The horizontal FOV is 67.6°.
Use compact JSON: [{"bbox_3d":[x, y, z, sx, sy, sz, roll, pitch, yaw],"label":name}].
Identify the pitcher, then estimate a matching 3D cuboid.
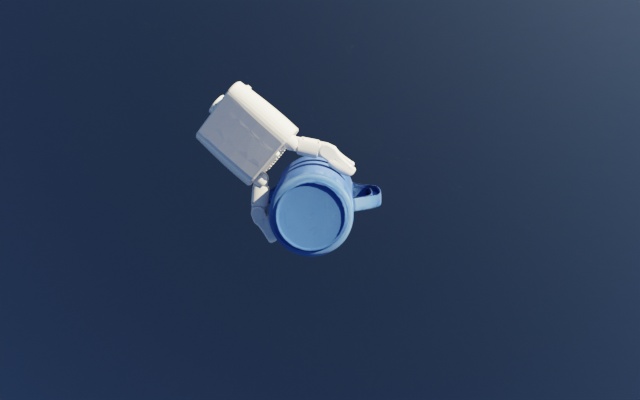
[{"bbox_3d":[0.000,0.002,0.711,0.145,0.149,0.243,43,6,-5],"label":"pitcher"}]
